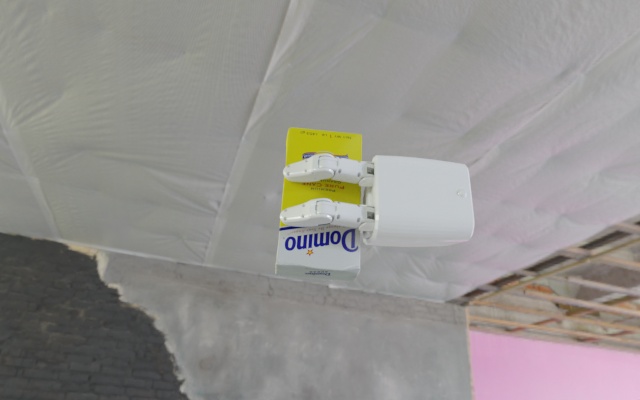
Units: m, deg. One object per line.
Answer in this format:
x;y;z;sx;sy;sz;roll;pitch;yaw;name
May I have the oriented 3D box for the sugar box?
0.000;0.001;0.559;0.093;0.176;0.048;4;-28;-4;sugar box
